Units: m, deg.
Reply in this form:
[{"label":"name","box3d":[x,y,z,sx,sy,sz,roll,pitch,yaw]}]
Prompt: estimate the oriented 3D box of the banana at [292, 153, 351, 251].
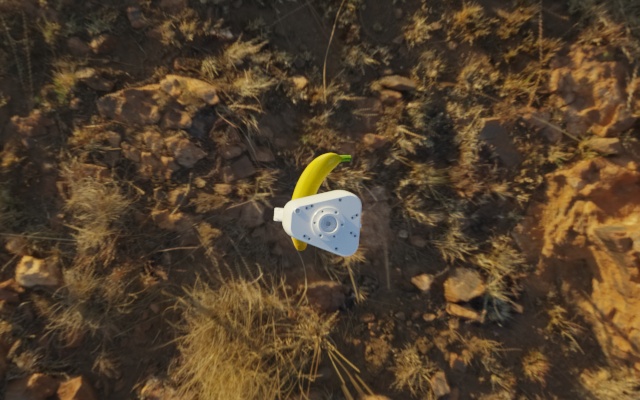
[{"label":"banana","box3d":[-0.014,-0.009,0.853,0.069,0.198,0.037,29,-4,-11]}]
